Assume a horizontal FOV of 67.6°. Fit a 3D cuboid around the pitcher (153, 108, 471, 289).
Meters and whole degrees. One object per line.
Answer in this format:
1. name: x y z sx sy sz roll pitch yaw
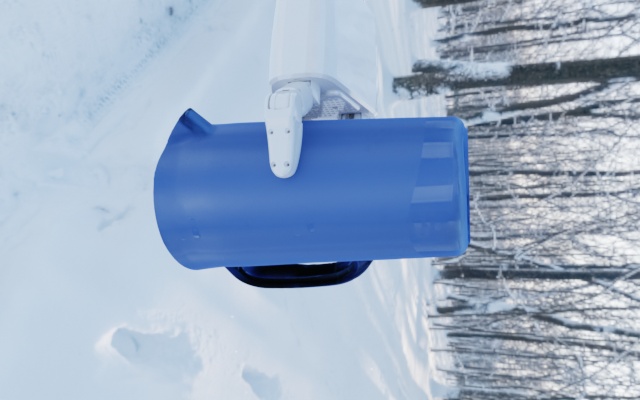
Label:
1. pitcher: 0.000 0.001 0.408 0.243 0.145 0.149 -2 -12 17
